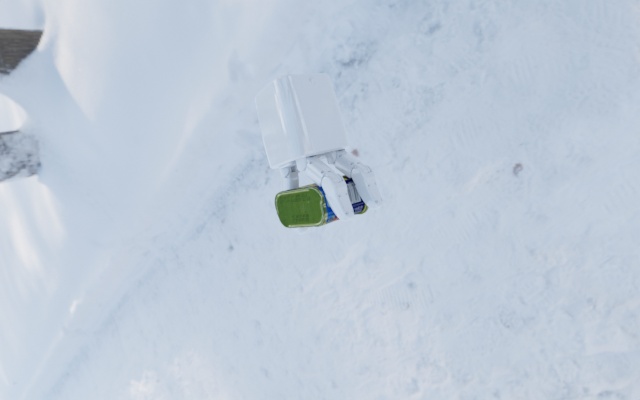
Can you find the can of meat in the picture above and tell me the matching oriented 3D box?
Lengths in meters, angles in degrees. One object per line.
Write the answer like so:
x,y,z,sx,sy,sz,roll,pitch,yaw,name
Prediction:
0.000,0.002,0.647,0.084,0.057,0.102,-16,6,-42,can of meat
